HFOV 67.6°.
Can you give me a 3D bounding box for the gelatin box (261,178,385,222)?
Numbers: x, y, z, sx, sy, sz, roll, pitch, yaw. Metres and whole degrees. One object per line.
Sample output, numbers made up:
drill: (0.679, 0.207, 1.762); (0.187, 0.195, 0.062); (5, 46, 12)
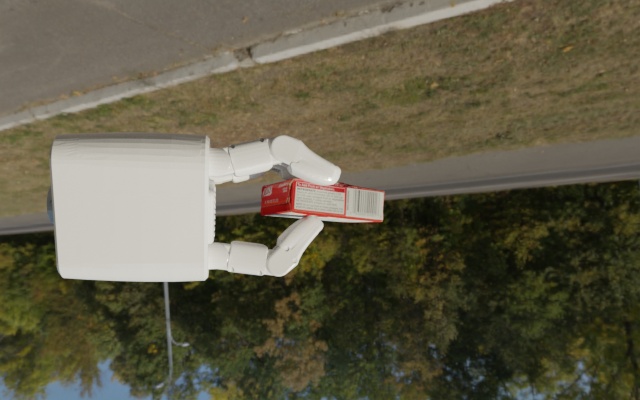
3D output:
gelatin box: (0.000, 0.002, 0.421); (0.089, 0.030, 0.073); (7, -6, -25)
